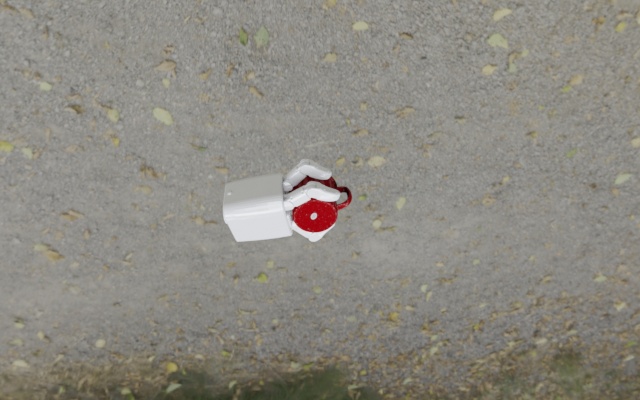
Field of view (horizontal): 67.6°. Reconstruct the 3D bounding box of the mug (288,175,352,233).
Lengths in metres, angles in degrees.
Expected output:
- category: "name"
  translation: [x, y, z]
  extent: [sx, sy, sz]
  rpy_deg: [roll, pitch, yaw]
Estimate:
- category: "mug"
  translation: [0.002, 0.003, 0.875]
  extent: [0.117, 0.093, 0.081]
  rpy_deg: [-9, 39, 2]
